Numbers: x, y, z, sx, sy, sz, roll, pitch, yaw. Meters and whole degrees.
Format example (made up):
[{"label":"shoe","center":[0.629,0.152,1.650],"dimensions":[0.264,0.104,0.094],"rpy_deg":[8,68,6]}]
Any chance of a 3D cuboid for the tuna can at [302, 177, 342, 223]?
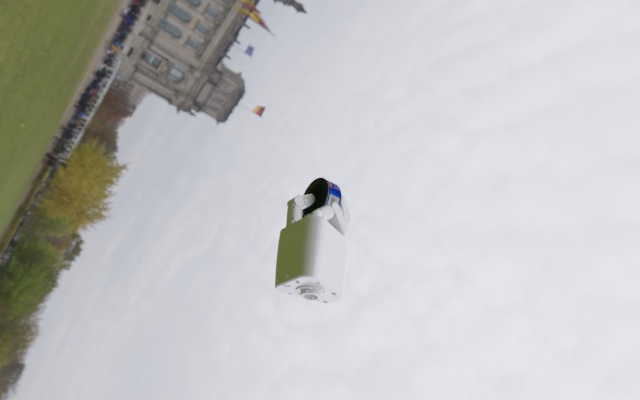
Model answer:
[{"label":"tuna can","center":[0.001,0.003,0.883],"dimensions":[0.034,0.086,0.086],"rpy_deg":[24,-13,-31]}]
